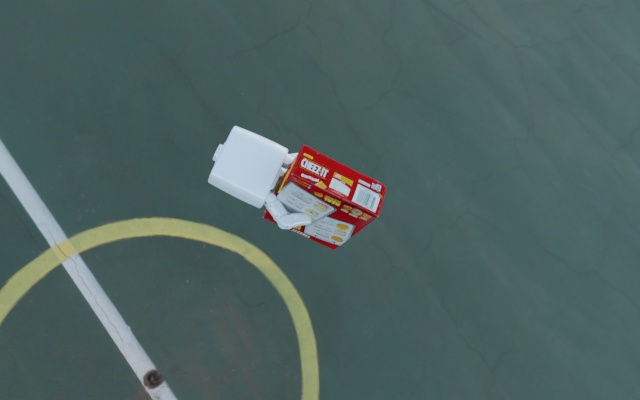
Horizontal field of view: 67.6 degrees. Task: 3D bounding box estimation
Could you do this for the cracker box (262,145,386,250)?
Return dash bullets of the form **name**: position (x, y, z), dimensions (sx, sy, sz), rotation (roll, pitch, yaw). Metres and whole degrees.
- **cracker box**: position (0.000, 0.003, 0.879), dimensions (0.164, 0.072, 0.214), rotation (25, -27, -9)
